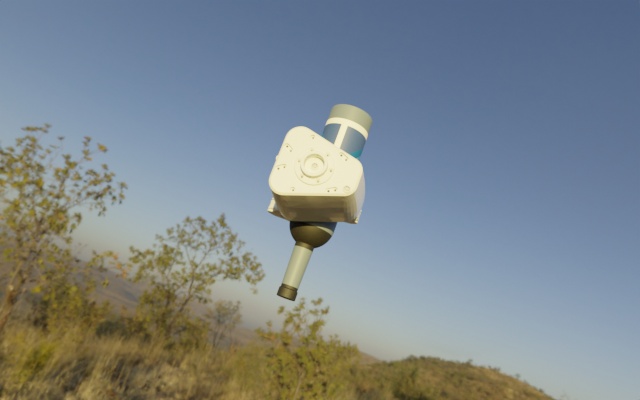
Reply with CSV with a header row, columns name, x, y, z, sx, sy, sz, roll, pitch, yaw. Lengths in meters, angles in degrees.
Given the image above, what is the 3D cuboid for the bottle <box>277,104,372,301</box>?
name,x,y,z,sx,sy,sz,roll,pitch,yaw
bottle,0.000,0.002,0.701,0.069,0.295,0.069,19,-15,5
